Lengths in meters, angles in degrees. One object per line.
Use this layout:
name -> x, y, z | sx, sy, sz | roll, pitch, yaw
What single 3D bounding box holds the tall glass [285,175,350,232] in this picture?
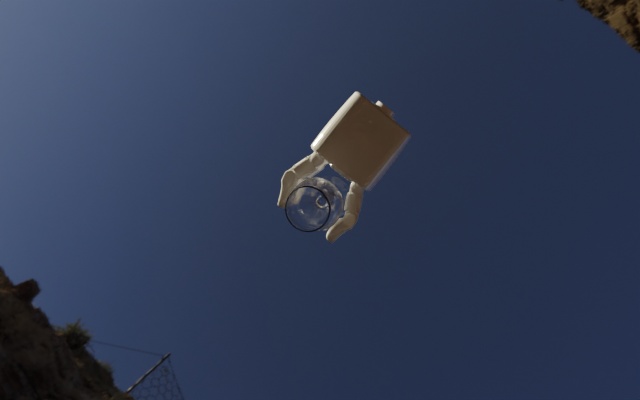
tall glass -> 0.000, 0.002, 0.726 | 0.079, 0.079, 0.201 | 0, 5, 10
